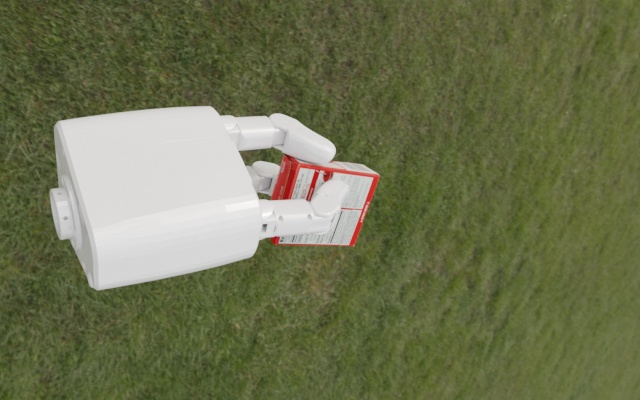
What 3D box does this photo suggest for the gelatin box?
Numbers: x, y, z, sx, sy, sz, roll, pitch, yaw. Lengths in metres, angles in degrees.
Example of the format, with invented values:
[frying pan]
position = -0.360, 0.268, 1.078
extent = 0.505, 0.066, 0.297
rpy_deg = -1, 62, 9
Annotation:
[gelatin box]
position = 0.001, 0.002, 0.418
extent = 0.089, 0.073, 0.030
rpy_deg = 5, 22, -34
